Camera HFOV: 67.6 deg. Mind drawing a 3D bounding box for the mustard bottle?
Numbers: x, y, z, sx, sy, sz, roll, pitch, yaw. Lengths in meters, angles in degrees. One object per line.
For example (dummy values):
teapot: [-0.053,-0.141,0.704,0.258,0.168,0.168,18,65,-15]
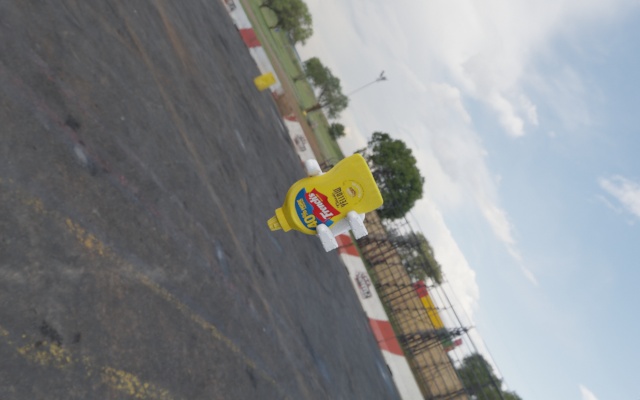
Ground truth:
mustard bottle: [0.000,0.003,0.800,0.191,0.096,0.058,-25,16,4]
